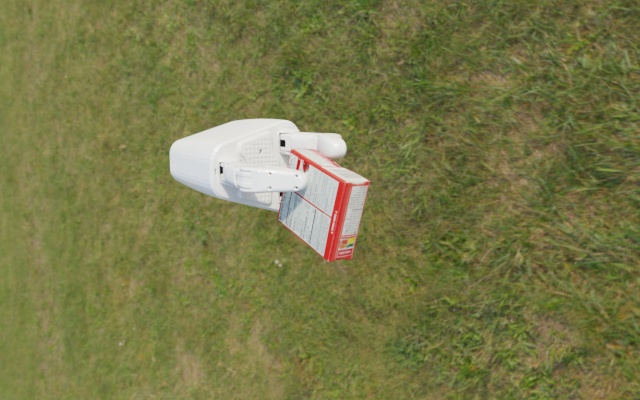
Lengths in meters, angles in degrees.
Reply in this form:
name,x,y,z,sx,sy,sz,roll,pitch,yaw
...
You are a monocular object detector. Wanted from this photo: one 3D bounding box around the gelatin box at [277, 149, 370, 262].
name,x,y,z,sx,sy,sz,roll,pitch,yaw
gelatin box,0.000,0.002,0.425,0.030,0.073,0.089,-4,25,-36
